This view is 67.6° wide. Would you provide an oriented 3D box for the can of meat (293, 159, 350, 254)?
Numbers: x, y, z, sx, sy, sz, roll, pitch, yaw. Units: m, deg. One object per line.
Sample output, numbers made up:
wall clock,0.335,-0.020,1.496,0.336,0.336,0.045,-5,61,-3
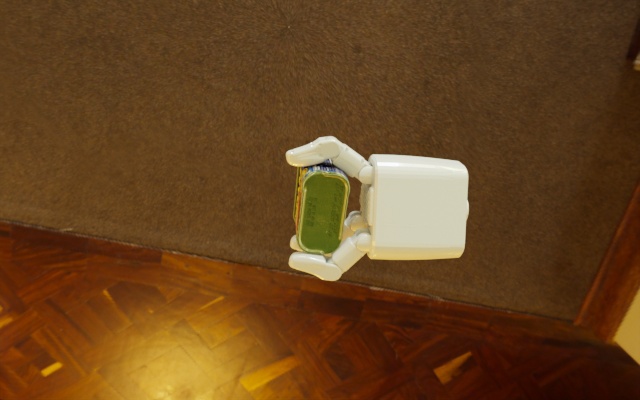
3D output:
can of meat,0.000,0.002,0.556,0.057,0.102,0.084,5,20,-6
